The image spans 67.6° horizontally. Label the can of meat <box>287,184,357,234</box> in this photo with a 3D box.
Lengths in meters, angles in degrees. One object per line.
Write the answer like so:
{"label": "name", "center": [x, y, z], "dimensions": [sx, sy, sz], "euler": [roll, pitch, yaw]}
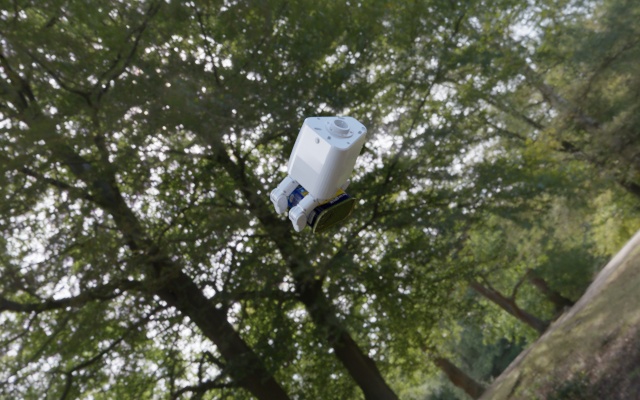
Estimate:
{"label": "can of meat", "center": [0.000, 0.003, 0.870], "dimensions": [0.102, 0.057, 0.084], "euler": [-25, 58, -40]}
